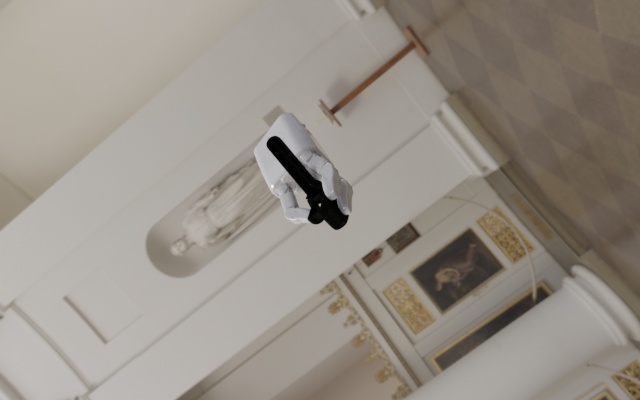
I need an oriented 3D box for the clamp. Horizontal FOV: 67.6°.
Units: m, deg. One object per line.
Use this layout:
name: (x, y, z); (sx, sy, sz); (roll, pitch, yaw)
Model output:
clamp: (0.000, 0.003, 0.756); (0.036, 0.164, 0.210); (-35, -37, 10)
